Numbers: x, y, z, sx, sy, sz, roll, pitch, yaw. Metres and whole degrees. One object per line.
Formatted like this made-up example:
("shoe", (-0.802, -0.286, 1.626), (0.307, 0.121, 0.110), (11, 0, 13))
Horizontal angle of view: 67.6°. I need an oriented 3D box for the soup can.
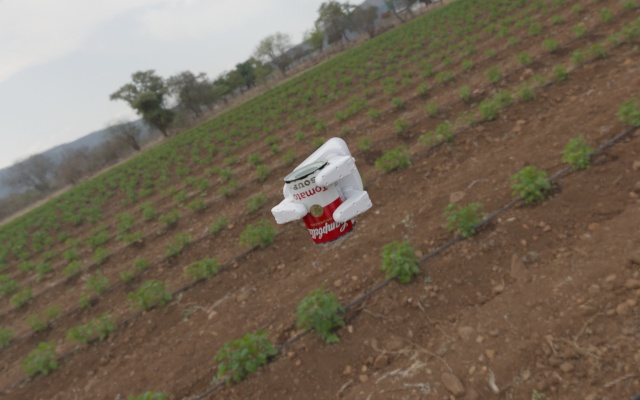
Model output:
("soup can", (0.000, 0.002, 0.668), (0.068, 0.102, 0.068), (-23, 15, 7))
